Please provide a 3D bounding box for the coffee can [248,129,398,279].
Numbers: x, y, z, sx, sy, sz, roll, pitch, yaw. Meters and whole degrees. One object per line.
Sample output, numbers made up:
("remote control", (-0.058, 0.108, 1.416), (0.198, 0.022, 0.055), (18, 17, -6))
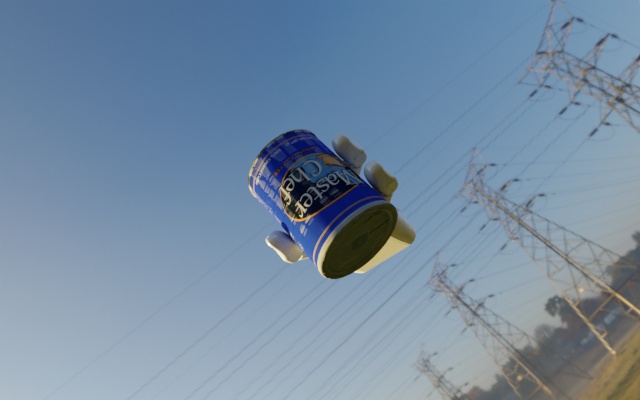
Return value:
("coffee can", (0.000, 0.002, 0.527), (0.103, 0.103, 0.140), (0, 37, -49))
